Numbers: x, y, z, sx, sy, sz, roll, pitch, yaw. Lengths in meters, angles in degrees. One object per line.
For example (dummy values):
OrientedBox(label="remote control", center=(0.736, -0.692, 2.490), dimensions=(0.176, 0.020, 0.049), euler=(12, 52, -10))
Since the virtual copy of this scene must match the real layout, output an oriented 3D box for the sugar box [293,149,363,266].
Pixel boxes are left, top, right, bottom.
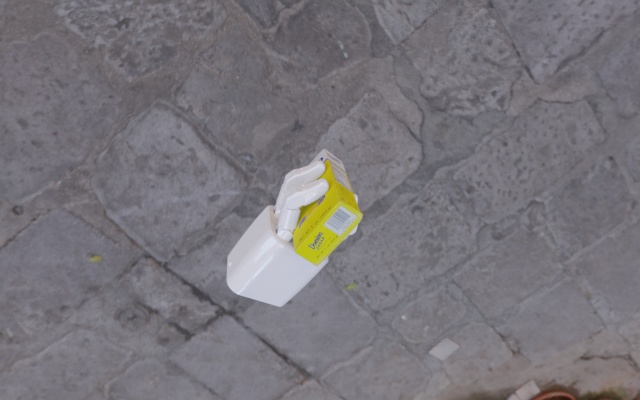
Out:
OrientedBox(label="sugar box", center=(0.000, 0.002, 0.666), dimensions=(0.048, 0.093, 0.176), euler=(35, 18, -24))
